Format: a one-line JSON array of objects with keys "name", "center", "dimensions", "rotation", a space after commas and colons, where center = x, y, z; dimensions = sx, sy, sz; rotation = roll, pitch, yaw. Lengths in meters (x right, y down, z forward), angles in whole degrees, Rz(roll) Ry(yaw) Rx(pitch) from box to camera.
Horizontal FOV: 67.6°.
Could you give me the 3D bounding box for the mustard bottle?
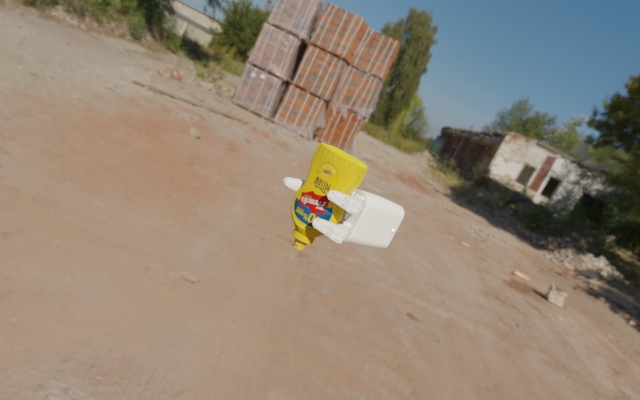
[{"name": "mustard bottle", "center": [0.000, 0.002, 0.844], "dimensions": [0.096, 0.192, 0.058], "rotation": [32, 13, 25]}]
